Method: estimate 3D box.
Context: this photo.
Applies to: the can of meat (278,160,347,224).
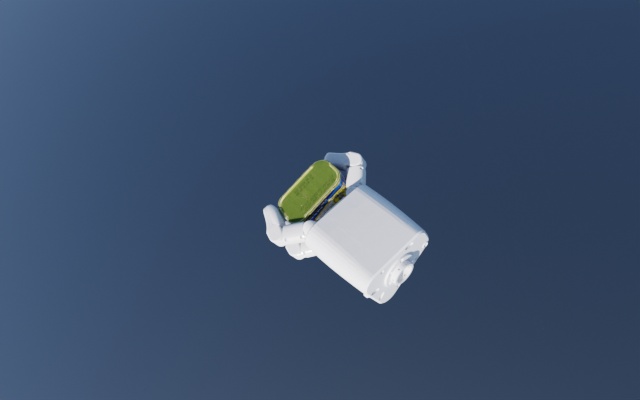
[{"bbox_3d":[0.000,0.002,0.667,0.057,0.102,0.084,43,0,33],"label":"can of meat"}]
